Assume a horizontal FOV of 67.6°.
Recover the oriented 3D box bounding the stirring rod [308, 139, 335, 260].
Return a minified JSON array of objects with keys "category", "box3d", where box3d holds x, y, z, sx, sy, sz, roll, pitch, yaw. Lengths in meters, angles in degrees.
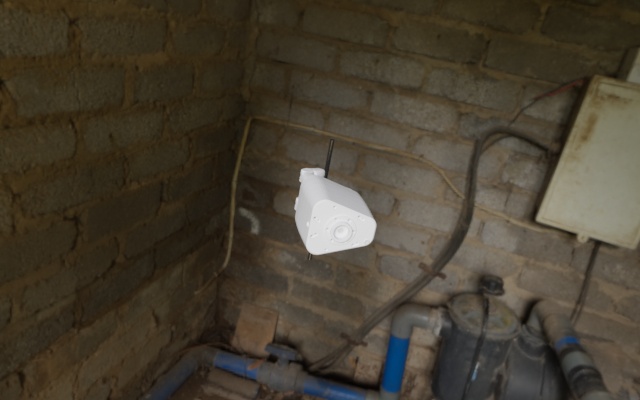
[{"category":"stirring rod","box3d":[0.000,0.003,0.890,0.011,0.240,0.011,10,20,-4]}]
